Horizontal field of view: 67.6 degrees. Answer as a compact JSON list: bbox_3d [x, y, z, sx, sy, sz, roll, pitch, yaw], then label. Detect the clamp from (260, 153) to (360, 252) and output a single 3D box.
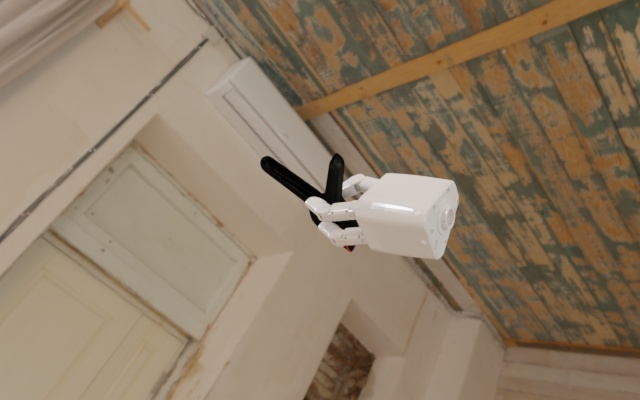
[{"bbox_3d":[0.001,0.002,0.764,0.164,0.036,0.210,10,-38,39],"label":"clamp"}]
